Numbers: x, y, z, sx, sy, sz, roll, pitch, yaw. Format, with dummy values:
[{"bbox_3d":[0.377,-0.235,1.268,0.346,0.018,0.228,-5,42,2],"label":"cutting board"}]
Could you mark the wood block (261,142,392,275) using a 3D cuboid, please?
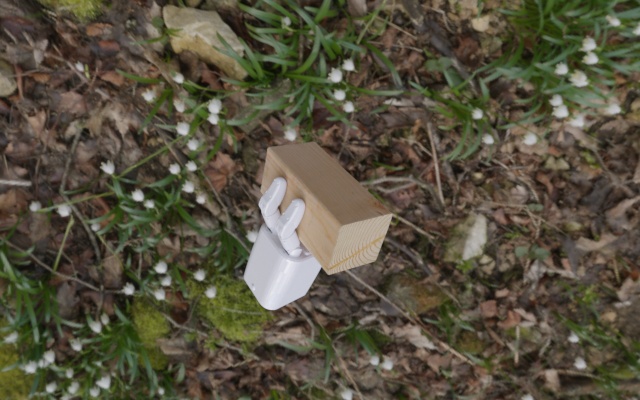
[{"bbox_3d":[0.000,0.003,0.717,0.091,0.090,0.206,-11,41,-33],"label":"wood block"}]
